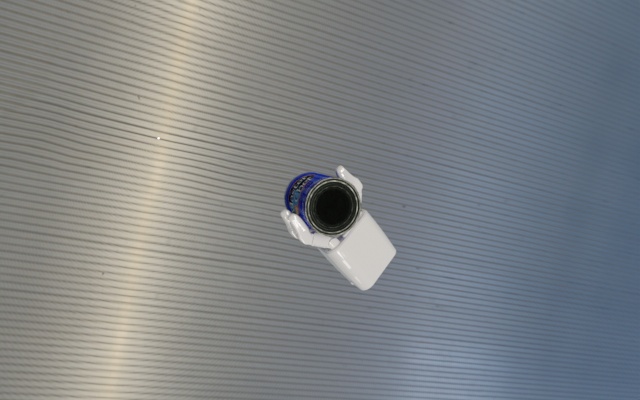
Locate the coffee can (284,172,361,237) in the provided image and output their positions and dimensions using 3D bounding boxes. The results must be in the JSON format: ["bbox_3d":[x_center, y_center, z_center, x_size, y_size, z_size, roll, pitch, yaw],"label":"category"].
[{"bbox_3d":[0.000,0.003,0.873,0.103,0.103,0.140,0,7,-19],"label":"coffee can"}]
